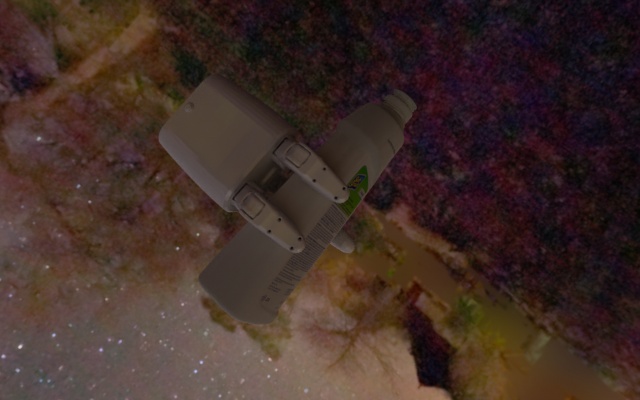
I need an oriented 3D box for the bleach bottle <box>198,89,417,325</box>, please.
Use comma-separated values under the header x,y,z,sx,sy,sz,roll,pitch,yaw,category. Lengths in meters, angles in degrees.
x,y,z,sx,sy,sz,roll,pitch,yaw,category
0.000,0.002,0.453,0.068,0.251,0.102,40,-2,20,bleach bottle
